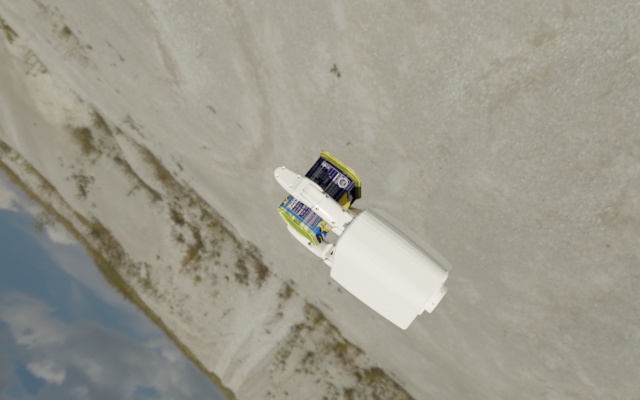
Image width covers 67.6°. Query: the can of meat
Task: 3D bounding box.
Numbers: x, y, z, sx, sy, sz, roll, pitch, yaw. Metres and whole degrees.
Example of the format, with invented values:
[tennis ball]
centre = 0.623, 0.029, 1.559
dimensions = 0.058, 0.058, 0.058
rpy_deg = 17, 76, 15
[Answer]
[can of meat]
centre = 0.000, 0.002, 0.555
dimensions = 0.057, 0.084, 0.102
rpy_deg = 37, -9, 13
